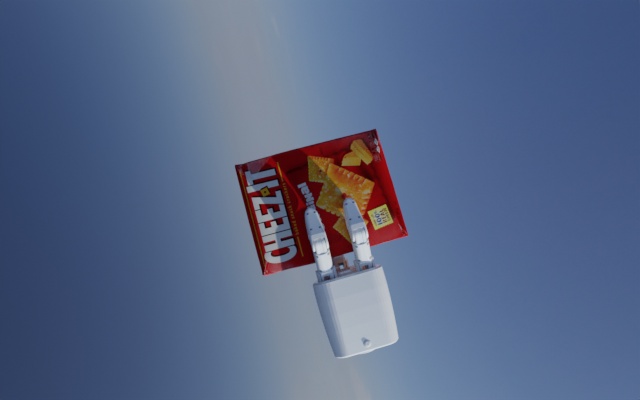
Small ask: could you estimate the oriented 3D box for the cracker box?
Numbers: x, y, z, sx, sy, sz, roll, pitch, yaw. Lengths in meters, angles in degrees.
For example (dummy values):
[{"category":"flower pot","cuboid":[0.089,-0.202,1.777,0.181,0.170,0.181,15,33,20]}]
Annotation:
[{"category":"cracker box","cuboid":[0.000,0.002,0.694,0.213,0.164,0.072,-15,-4,-5]}]
